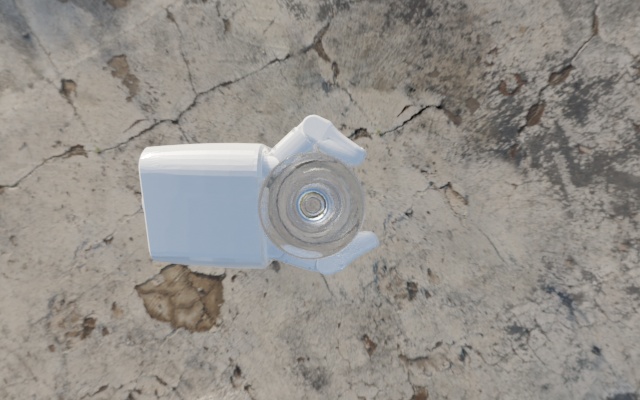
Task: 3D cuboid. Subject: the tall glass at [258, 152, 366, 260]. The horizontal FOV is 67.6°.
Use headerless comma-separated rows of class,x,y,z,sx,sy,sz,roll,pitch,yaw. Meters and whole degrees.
tall glass,0.000,0.001,0.424,0.079,0.079,0.201,0,1,4
